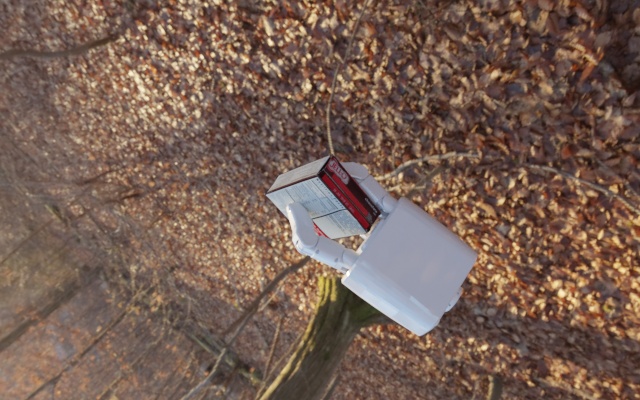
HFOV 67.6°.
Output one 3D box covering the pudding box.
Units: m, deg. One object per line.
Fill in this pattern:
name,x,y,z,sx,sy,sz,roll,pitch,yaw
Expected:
pudding box,0.000,0.002,0.547,0.113,0.090,0.039,-16,30,50
